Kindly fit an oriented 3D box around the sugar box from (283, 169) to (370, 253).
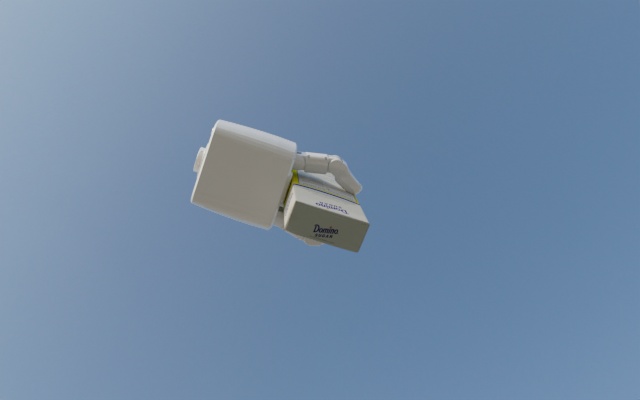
[{"bbox_3d":[0.000,0.002,0.617,0.093,0.048,0.176,18,19,-11],"label":"sugar box"}]
